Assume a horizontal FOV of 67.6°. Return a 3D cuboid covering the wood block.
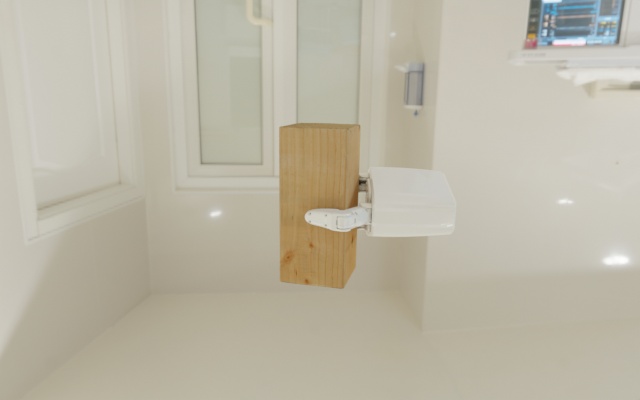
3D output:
[{"bbox_3d":[0.000,0.002,0.644,0.090,0.206,0.091,4,13,15],"label":"wood block"}]
